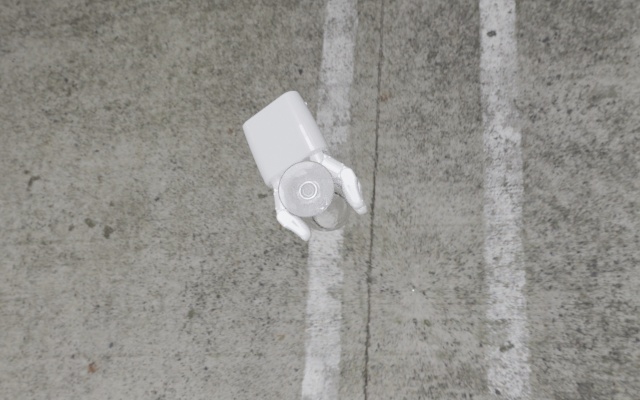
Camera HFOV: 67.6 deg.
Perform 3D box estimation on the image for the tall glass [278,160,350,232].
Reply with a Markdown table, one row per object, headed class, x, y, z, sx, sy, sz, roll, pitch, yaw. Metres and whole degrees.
| class | x | y | z | sx | sy | sz | roll | pitch | yaw |
| --- | --- | --- | --- | --- | --- | --- | --- | --- | --- |
| tall glass | 0.000 | 0.002 | 0.703 | 0.079 | 0.079 | 0.201 | 0 | -11 | 11 |
